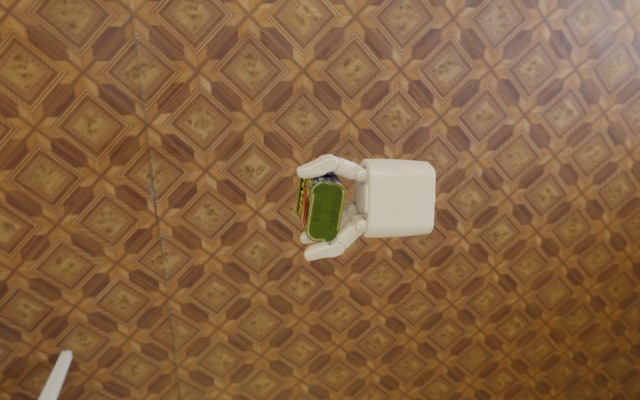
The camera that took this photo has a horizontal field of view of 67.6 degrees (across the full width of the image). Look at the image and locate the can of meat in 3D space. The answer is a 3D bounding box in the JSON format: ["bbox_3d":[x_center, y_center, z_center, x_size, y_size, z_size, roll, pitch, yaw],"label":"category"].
[{"bbox_3d":[0.000,0.002,0.731,0.057,0.102,0.084,3,23,-13],"label":"can of meat"}]
